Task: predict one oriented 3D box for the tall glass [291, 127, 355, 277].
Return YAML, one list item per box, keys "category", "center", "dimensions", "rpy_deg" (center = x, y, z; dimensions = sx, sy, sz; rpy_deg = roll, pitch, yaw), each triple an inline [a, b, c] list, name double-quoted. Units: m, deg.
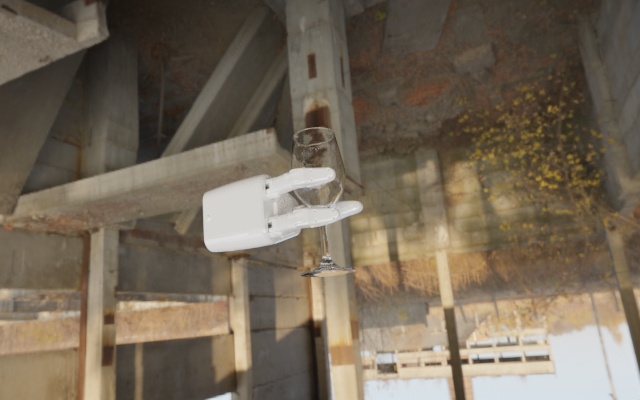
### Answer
- category: "tall glass"
  center: [0.000, 0.003, 0.667]
  dimensions: [0.079, 0.201, 0.079]
  rpy_deg: [-5, -14, -1]
